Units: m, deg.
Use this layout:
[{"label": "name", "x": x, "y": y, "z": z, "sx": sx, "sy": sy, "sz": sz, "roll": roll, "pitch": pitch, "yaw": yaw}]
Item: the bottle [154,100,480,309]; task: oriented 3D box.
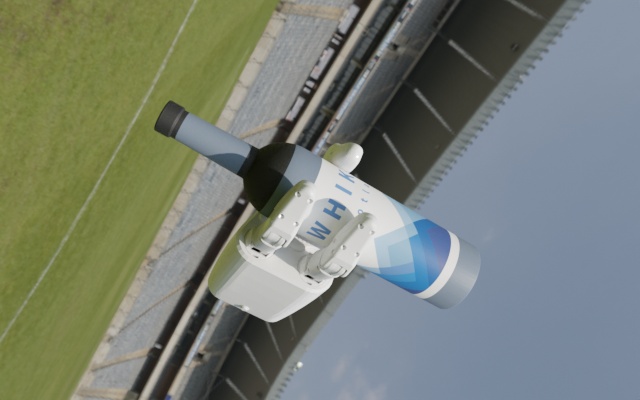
[{"label": "bottle", "x": 0.000, "y": 0.001, "z": 0.411, "sx": 0.296, "sy": 0.069, "sz": 0.069, "roll": 29, "pitch": -7, "yaw": -13}]
